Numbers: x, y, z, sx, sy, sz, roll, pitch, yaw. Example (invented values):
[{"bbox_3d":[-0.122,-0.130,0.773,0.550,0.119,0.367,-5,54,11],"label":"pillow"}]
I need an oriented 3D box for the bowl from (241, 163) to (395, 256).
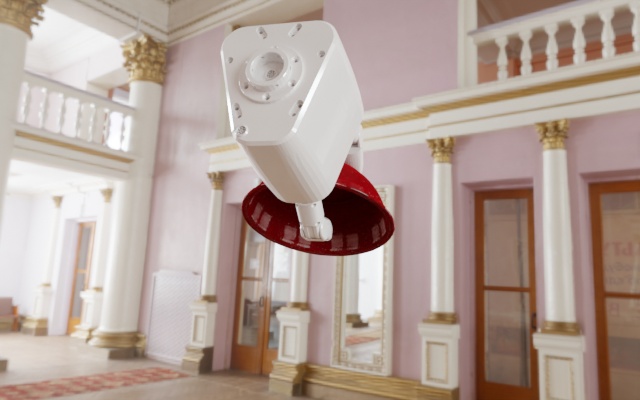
[{"bbox_3d":[0.000,0.002,0.516,0.162,0.055,0.162,7,-31,4],"label":"bowl"}]
